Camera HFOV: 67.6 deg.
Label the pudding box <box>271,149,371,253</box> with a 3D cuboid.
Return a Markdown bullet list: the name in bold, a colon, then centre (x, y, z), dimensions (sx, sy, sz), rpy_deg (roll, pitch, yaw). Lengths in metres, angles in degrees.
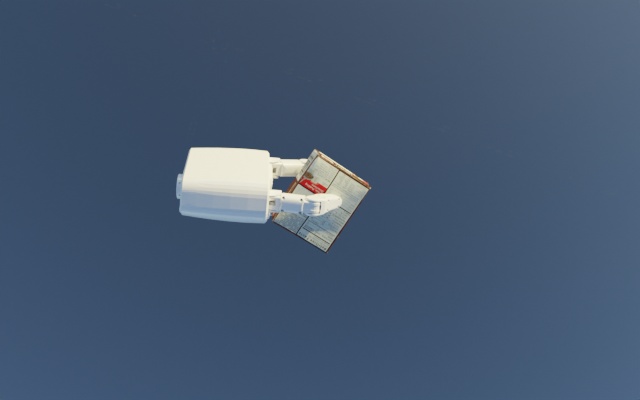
- **pudding box**: centre (0.000, 0.002, 0.649), dimensions (0.090, 0.113, 0.039), rpy_deg (32, 10, -13)
